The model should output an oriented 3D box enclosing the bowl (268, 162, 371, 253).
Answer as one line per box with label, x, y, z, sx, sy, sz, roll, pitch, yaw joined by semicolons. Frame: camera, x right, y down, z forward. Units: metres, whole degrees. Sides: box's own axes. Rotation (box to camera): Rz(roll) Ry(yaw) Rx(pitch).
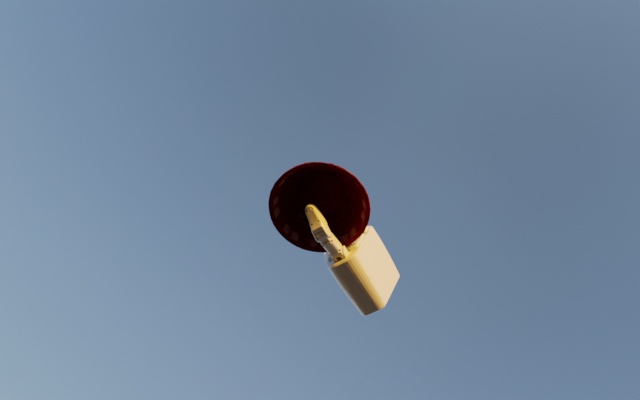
bowl;0.000;0.001;0.771;0.162;0.162;0.055;0;28;6
